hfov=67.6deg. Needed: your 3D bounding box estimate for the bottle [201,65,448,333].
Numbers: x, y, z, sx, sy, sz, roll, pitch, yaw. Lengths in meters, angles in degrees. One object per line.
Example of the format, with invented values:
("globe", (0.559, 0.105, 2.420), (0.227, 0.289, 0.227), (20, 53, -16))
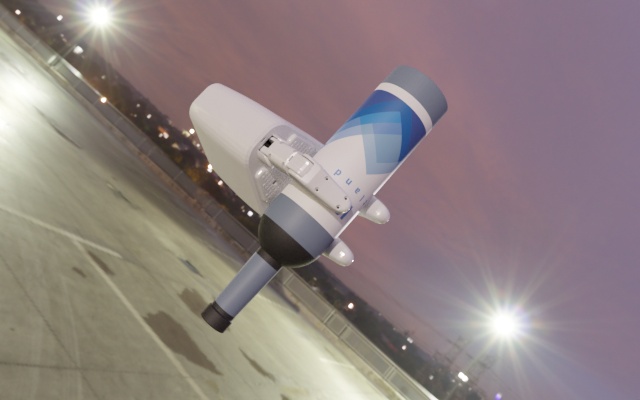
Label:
("bottle", (0.000, 0.001, 0.446), (0.069, 0.295, 0.069), (41, -8, 7))
